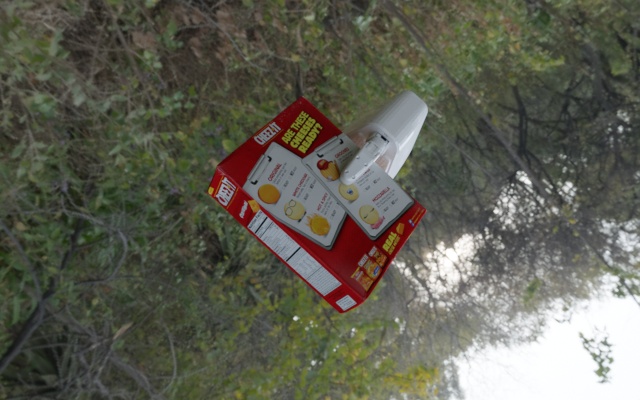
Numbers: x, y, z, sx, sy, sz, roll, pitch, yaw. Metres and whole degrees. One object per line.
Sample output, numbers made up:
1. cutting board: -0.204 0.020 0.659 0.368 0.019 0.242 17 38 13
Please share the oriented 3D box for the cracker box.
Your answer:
1. cracker box: 0.000 0.002 0.570 0.164 0.213 0.072 -48 -1 -37
